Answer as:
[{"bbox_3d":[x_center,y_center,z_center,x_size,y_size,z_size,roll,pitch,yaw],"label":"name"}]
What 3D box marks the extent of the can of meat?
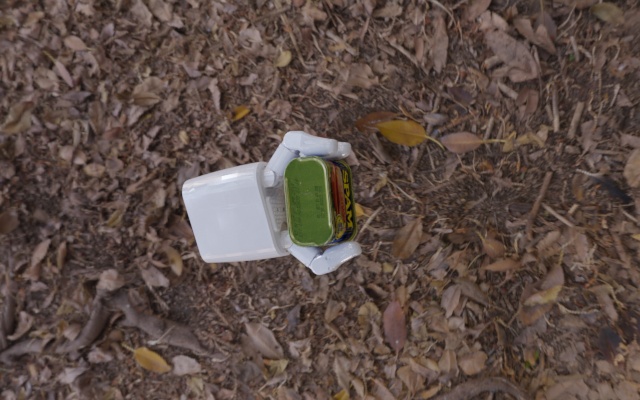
[{"bbox_3d":[0.000,0.002,0.538,0.057,0.102,0.084,-7,-3,20],"label":"can of meat"}]
